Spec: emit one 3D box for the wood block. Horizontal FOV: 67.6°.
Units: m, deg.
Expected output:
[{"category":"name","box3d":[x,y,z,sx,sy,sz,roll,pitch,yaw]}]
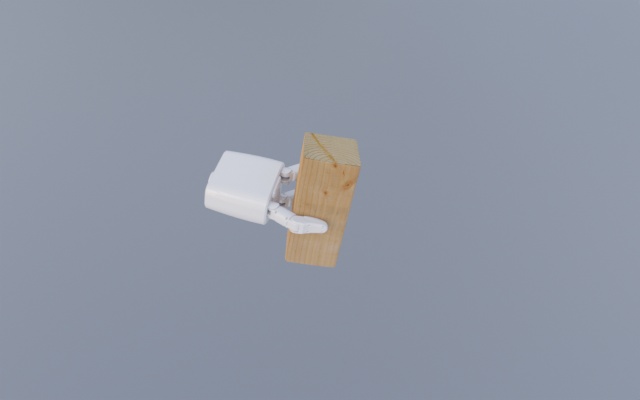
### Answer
[{"category":"wood block","box3d":[0.000,0.003,0.804,0.090,0.206,0.090,8,33,-6]}]
